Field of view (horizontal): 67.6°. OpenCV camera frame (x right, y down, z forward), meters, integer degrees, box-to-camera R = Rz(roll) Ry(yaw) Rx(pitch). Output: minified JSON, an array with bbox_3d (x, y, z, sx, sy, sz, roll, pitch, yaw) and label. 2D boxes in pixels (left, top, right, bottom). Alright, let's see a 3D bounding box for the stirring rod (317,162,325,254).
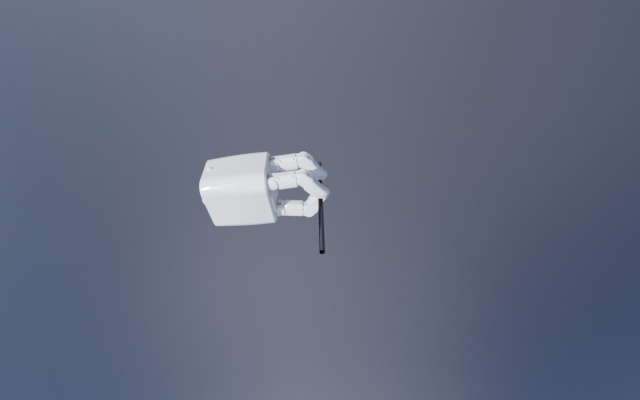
[{"bbox_3d":[0.000,0.002,0.754,0.011,0.011,0.239,0,35,-1],"label":"stirring rod"}]
